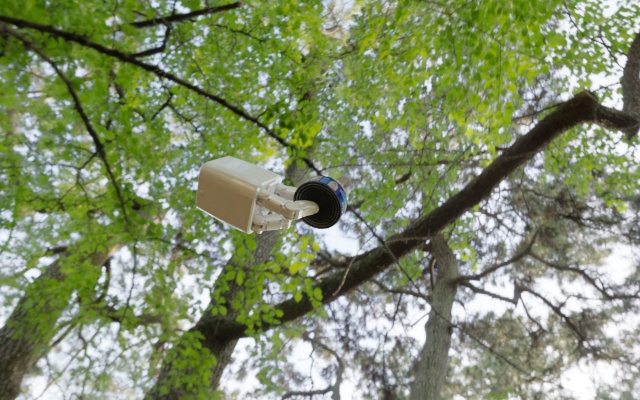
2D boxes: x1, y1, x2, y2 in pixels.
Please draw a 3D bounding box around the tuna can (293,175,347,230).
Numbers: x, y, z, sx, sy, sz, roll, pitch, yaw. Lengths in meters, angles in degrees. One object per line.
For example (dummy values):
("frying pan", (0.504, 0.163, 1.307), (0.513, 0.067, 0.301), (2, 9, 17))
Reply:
("tuna can", (0.000, 0.002, 0.788), (0.086, 0.086, 0.033), (0, 24, 26))
